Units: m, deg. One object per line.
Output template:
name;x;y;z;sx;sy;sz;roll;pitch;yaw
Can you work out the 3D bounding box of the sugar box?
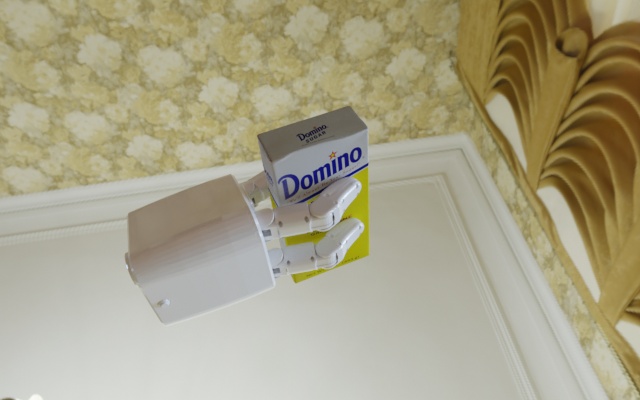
sugar box;0.000;0.002;0.471;0.093;0.176;0.048;-20;49;-12
